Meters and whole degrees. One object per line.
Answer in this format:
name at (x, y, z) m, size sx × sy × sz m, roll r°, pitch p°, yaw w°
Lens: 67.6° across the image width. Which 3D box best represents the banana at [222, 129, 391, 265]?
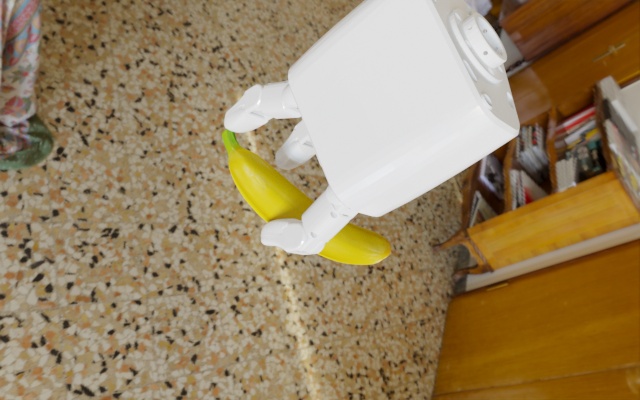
banana at (-0.005, 0.013, 0.411) m, size 0.198 × 0.069 × 0.037 m, roll 37°, pitch -50°, yaw -24°
